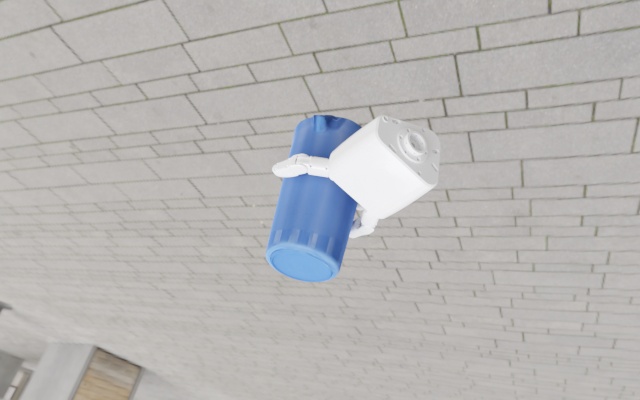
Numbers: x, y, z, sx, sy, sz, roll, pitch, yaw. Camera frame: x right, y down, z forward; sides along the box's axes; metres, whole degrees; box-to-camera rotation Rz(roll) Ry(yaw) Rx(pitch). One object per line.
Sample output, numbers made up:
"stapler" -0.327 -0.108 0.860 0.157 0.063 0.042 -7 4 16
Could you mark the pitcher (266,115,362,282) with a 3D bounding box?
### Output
"pitcher" 0.000 0.002 0.740 0.149 0.242 0.145 29 -36 -21
